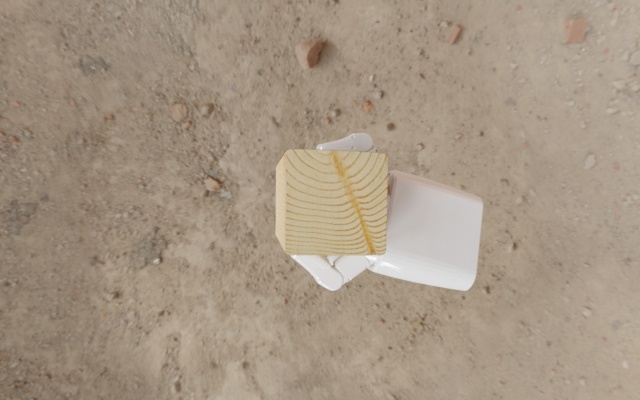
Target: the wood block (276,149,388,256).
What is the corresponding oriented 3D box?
[{"bbox_3d":[0.001,0.001,0.504,0.090,0.091,0.206,1,0,-8],"label":"wood block"}]
